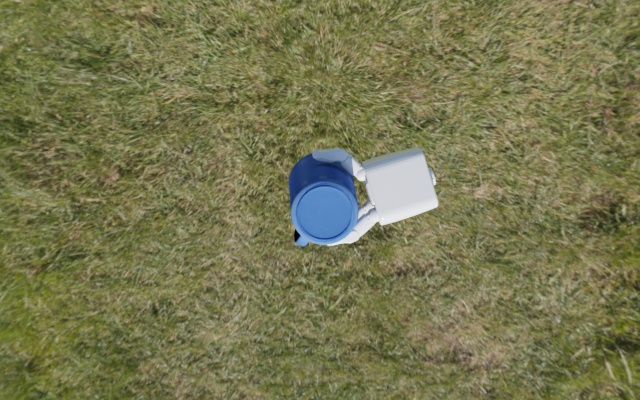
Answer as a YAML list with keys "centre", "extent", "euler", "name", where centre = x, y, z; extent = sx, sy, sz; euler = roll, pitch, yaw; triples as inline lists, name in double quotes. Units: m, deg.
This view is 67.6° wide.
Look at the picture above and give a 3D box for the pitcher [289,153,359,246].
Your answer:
- centre: [0.000, 0.003, 0.860]
  extent: [0.145, 0.149, 0.242]
  euler: [-17, 13, 3]
  name: "pitcher"
